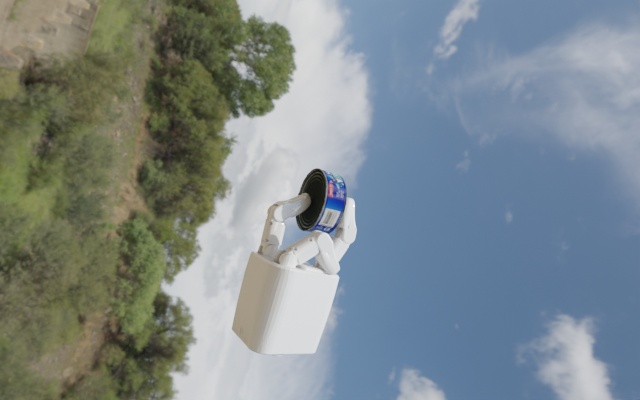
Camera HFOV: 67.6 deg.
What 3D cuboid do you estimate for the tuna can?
[{"bbox_3d":[0.001,0.002,0.642,0.034,0.086,0.086,14,-6,-26],"label":"tuna can"}]
